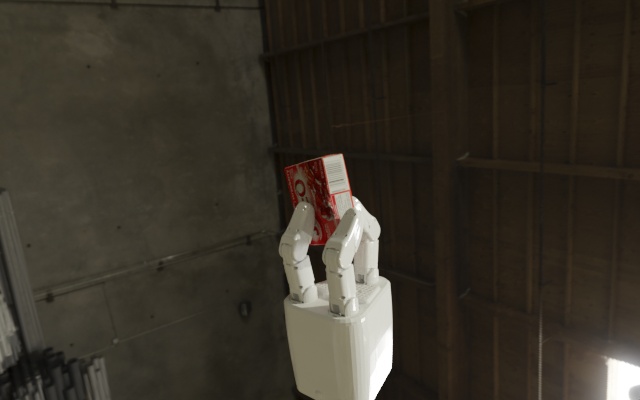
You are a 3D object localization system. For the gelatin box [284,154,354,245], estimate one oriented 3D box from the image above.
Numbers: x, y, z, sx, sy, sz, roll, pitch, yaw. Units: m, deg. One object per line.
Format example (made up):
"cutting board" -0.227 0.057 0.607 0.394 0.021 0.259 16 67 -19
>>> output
"gelatin box" 0.000 0.001 0.499 0.030 0.089 0.073 -14 3 -35
